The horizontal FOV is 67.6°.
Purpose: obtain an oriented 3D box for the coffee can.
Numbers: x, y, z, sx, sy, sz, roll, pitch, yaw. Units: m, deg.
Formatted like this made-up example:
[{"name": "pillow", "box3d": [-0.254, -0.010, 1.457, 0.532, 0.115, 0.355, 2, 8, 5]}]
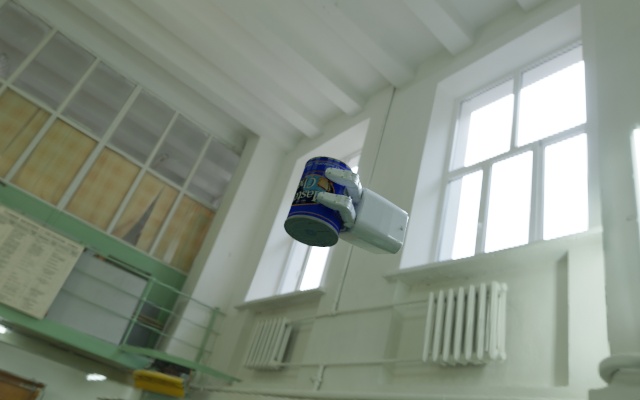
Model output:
[{"name": "coffee can", "box3d": [0.000, 0.003, 0.897, 0.103, 0.140, 0.103, 13, -31, 8]}]
